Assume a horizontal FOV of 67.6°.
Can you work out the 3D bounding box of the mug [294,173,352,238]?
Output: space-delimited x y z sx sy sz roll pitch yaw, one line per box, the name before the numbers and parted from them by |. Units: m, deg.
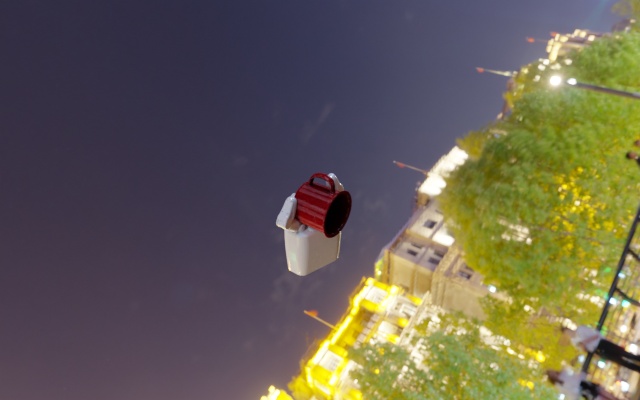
mug | 0.000 0.002 0.887 0.081 0.117 0.093 22 38 29
